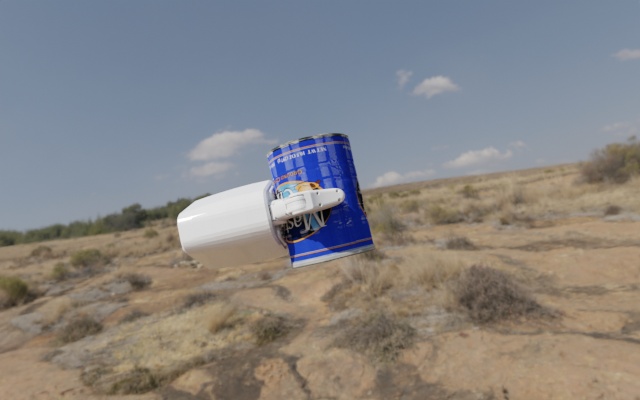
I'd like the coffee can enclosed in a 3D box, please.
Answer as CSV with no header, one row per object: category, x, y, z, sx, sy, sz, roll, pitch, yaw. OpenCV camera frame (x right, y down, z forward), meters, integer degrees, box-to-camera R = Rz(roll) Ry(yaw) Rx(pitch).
coffee can,0.000,0.002,0.575,0.103,0.140,0.103,-13,-6,-1
